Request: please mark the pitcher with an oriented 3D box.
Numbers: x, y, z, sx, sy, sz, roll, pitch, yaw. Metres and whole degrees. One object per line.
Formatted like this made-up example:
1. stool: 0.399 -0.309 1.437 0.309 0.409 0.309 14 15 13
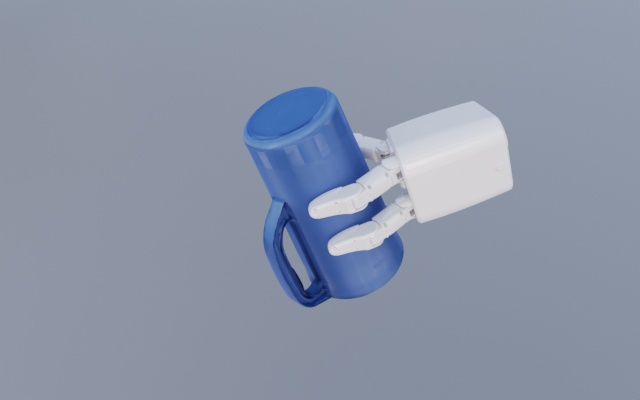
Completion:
1. pitcher: 0.000 0.002 0.560 0.145 0.243 0.149 -18 38 11
